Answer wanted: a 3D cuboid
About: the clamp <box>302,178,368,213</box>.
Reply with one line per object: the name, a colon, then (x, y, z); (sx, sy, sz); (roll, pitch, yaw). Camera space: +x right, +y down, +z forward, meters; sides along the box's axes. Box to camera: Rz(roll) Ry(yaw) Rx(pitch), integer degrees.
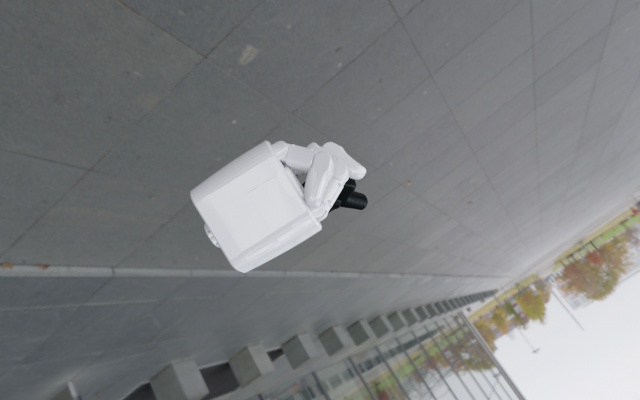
clamp: (0.000, 0.003, 0.639); (0.120, 0.039, 0.171); (-30, -21, 2)
